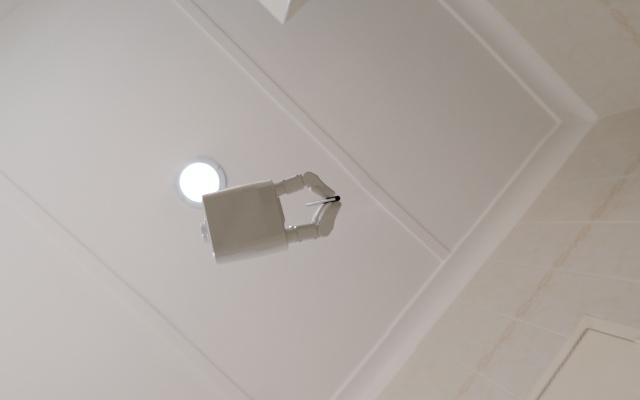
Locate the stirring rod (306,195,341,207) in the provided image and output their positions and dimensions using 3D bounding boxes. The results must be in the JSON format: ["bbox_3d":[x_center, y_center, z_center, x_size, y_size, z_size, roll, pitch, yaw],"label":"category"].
[{"bbox_3d":[0.000,0.003,0.781,0.011,0.011,0.239,0,-3,-11],"label":"stirring rod"}]
